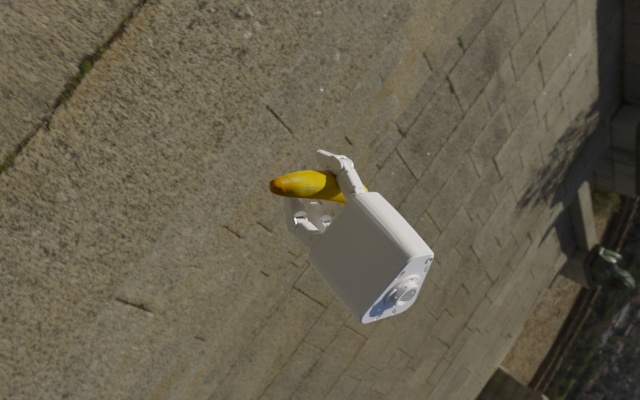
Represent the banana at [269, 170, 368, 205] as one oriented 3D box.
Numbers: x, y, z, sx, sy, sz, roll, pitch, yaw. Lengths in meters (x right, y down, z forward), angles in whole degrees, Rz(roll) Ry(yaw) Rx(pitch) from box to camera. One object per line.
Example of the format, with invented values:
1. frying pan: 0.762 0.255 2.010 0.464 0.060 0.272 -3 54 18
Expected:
1. banana: 0.016 -0.008 0.624 0.069 0.037 0.198 -36 -29 19
